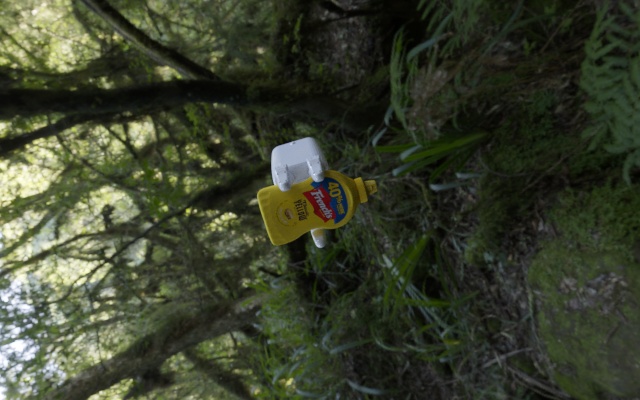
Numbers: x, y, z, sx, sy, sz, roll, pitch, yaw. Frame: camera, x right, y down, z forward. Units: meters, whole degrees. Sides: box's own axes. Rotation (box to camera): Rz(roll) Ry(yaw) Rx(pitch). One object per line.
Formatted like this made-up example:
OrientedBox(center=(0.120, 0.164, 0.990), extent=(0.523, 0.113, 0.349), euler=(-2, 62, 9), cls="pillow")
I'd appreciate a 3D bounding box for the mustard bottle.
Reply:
OrientedBox(center=(0.000, 0.003, 0.784), extent=(0.191, 0.096, 0.058), euler=(-17, 7, 0), cls="mustard bottle")
